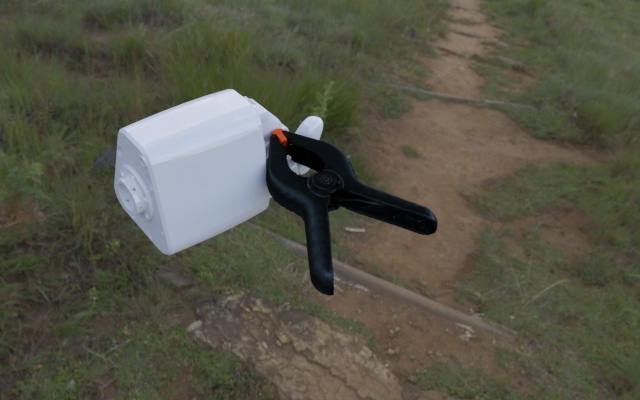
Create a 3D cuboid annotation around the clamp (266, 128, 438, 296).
[{"bbox_3d":[0.000,0.001,0.408,0.120,0.039,0.171,-31,55,-34],"label":"clamp"}]
